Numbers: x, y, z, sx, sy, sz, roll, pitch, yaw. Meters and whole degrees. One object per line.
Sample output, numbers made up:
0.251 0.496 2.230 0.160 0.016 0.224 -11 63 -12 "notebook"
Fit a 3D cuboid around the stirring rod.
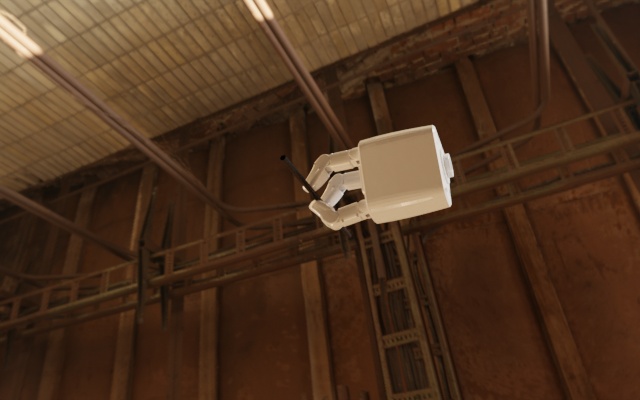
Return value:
0.000 0.002 0.701 0.011 0.011 0.240 0 -28 27 "stirring rod"
